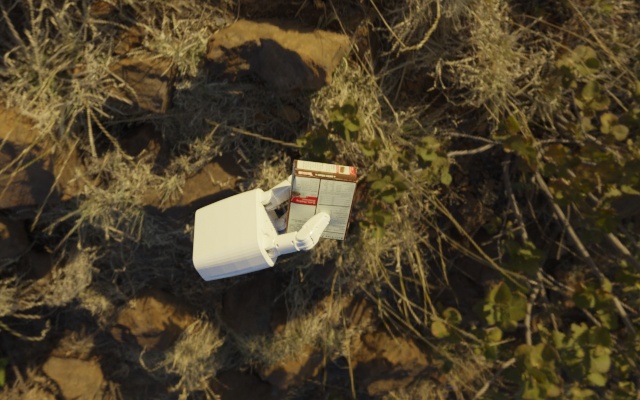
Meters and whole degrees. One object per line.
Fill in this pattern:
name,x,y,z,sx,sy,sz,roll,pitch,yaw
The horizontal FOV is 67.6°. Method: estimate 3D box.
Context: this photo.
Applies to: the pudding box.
pudding box,0.000,0.002,0.678,0.090,0.114,0.039,6,39,-5
